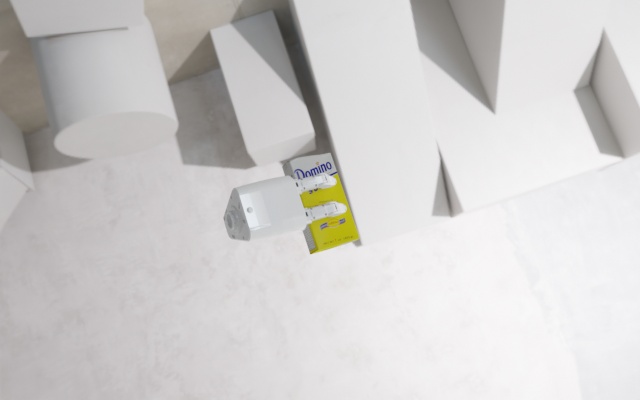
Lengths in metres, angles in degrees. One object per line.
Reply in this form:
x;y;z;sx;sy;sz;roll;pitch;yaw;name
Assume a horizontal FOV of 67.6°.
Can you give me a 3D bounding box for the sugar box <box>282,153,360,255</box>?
0.000;0.003;0.889;0.093;0.176;0.048;-13;-10;-28;sugar box
